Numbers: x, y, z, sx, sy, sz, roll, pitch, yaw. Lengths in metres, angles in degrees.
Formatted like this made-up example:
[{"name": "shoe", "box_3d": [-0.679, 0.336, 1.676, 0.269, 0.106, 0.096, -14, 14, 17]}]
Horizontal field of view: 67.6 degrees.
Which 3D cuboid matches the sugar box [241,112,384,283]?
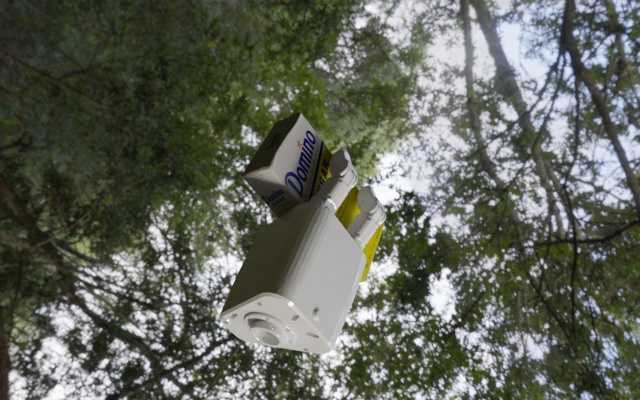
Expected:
[{"name": "sugar box", "box_3d": [0.001, 0.002, 0.519, 0.048, 0.176, 0.093, -14, 36, 35]}]
